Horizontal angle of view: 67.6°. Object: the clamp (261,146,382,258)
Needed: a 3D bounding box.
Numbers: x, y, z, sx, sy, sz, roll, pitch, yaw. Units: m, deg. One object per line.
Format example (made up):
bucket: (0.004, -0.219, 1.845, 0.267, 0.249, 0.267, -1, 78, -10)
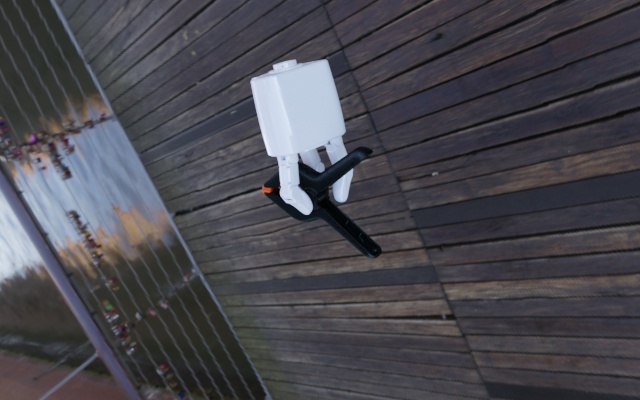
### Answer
clamp: (-0.001, 0.002, 0.703, 0.210, 0.165, 0.036, 3, 24, 39)
